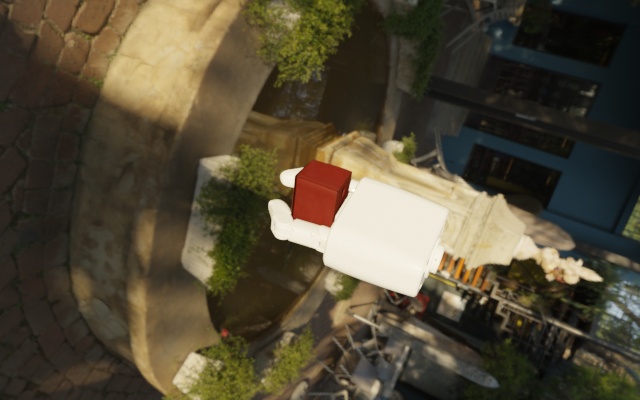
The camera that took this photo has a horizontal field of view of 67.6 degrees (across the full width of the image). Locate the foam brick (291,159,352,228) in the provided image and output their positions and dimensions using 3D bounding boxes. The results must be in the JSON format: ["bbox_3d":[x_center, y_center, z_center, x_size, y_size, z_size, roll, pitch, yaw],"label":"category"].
[{"bbox_3d":[0.000,0.002,0.546,0.051,0.078,0.053,18,34,15],"label":"foam brick"}]
